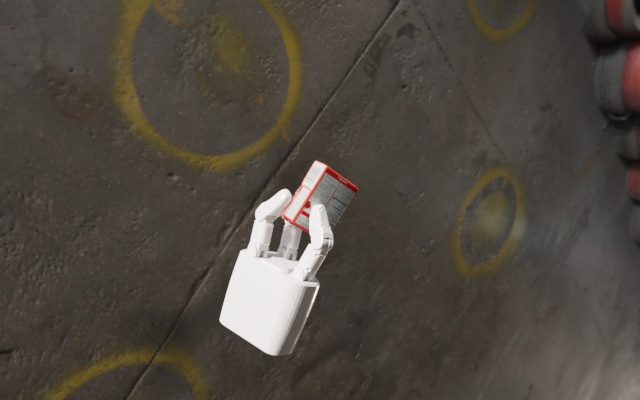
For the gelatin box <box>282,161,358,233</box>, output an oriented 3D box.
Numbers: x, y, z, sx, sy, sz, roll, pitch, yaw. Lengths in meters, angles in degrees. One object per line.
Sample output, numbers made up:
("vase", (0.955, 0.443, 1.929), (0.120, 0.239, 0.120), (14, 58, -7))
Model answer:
("gelatin box", (0.001, 0.002, 0.643), (0.073, 0.089, 0.030), (32, 0, -43))
